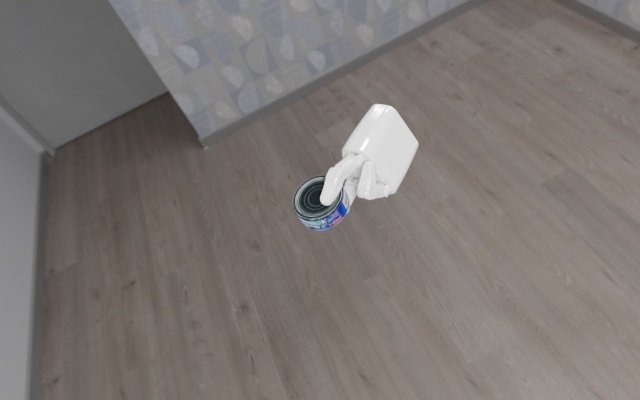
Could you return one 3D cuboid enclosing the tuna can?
[{"bbox_3d":[0.000,0.002,0.750,0.086,0.086,0.034,0,-32,24],"label":"tuna can"}]
